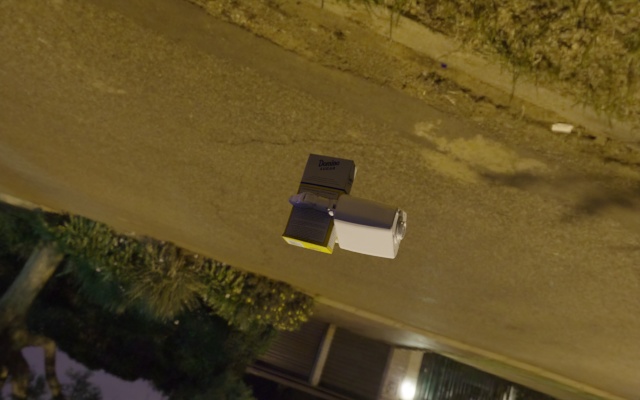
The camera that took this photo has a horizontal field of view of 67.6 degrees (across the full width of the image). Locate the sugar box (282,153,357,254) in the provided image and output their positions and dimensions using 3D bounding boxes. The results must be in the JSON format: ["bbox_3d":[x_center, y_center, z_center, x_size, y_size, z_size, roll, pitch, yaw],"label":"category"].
[{"bbox_3d":[0.000,0.003,0.899,0.093,0.176,0.048,12,-20,21],"label":"sugar box"}]
